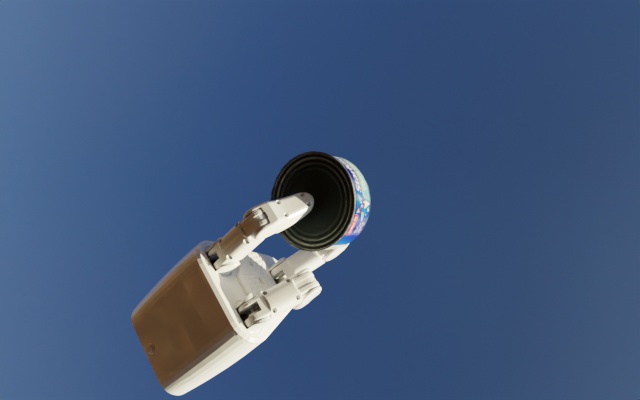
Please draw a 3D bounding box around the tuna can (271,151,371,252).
[{"bbox_3d":[0.000,0.001,0.420,0.086,0.086,0.034,0,-2,32],"label":"tuna can"}]
